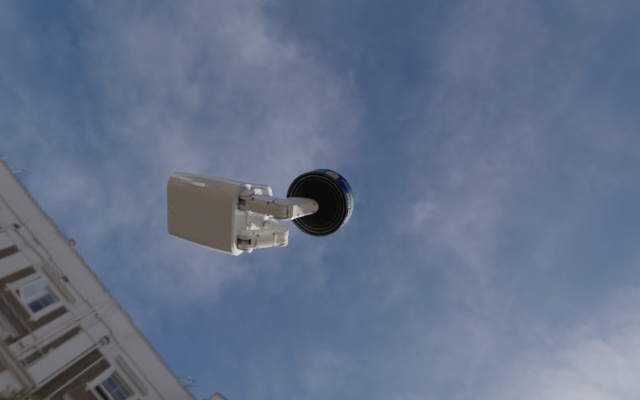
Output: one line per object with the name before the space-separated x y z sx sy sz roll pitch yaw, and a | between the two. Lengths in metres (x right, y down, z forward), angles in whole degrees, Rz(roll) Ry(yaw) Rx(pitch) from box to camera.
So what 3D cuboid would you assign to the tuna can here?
tuna can | 0.000 0.002 0.626 0.086 0.086 0.033 0 12 24
